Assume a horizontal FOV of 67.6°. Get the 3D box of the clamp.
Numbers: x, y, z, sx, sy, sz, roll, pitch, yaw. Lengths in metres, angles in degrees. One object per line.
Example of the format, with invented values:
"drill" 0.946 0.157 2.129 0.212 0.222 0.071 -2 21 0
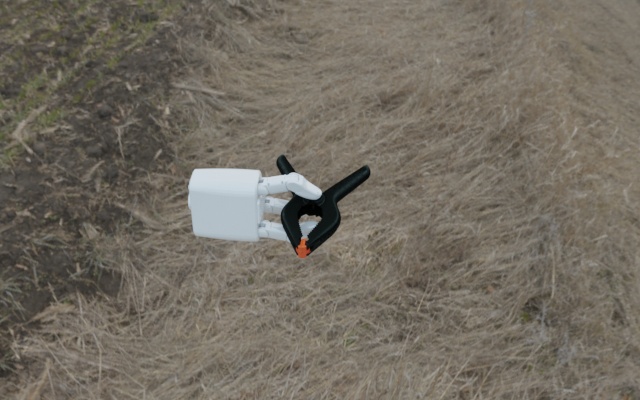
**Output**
"clamp" 0.000 0.002 0.771 0.164 0.209 0.036 2 -44 2
